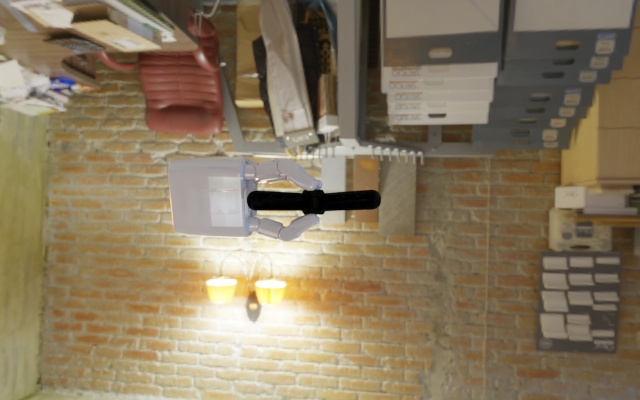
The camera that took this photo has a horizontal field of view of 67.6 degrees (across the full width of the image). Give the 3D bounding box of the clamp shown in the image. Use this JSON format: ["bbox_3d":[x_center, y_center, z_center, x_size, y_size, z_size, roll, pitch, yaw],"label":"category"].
[{"bbox_3d":[0.000,0.003,0.672,0.164,0.036,0.210,0,-2,6],"label":"clamp"}]
